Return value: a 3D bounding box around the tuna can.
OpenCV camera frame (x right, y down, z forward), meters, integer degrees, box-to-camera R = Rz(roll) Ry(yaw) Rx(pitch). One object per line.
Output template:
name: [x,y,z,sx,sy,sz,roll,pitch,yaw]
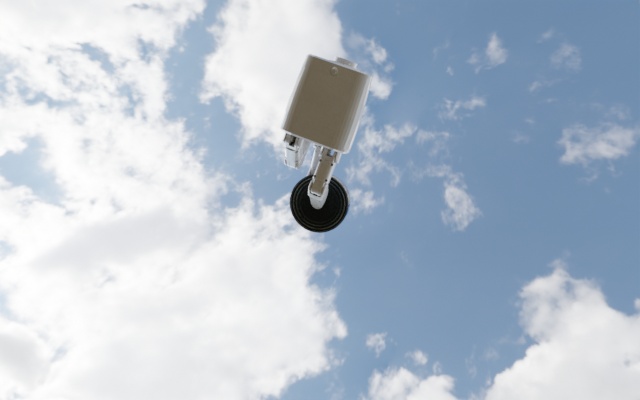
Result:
tuna can: [0.000,0.002,0.700,0.086,0.086,0.033,0,7,10]
